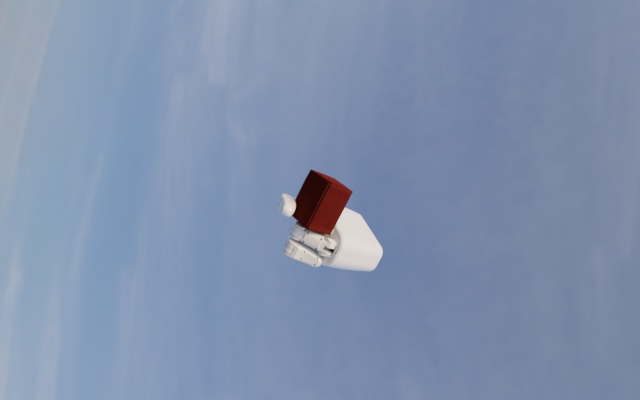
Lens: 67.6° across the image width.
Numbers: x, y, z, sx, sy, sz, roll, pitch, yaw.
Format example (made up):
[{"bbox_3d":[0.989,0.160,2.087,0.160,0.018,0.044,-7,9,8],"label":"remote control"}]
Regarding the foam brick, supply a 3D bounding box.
[{"bbox_3d":[0.000,0.002,0.710,0.051,0.078,0.053,18,14,-42],"label":"foam brick"}]
